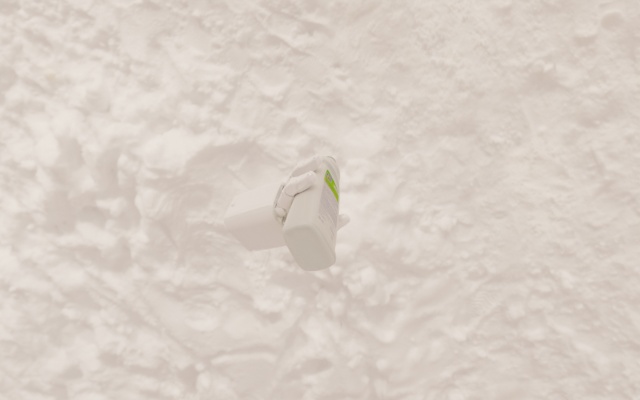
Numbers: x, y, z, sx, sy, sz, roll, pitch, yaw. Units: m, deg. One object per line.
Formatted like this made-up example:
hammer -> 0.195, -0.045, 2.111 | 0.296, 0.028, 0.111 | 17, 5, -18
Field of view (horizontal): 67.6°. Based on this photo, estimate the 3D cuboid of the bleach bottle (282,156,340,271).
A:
bleach bottle -> 0.000, 0.003, 0.842 | 0.068, 0.103, 0.250 | -15, 31, 21
